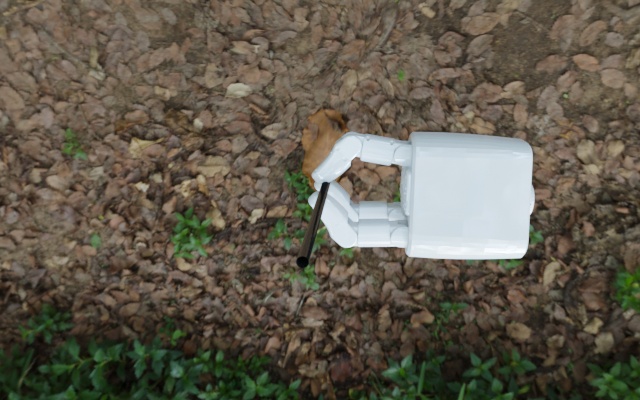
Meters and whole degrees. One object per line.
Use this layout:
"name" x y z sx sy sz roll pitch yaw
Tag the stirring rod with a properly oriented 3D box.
"stirring rod" 0.000 0.001 0.409 0.011 0.011 0.239 0 18 6
